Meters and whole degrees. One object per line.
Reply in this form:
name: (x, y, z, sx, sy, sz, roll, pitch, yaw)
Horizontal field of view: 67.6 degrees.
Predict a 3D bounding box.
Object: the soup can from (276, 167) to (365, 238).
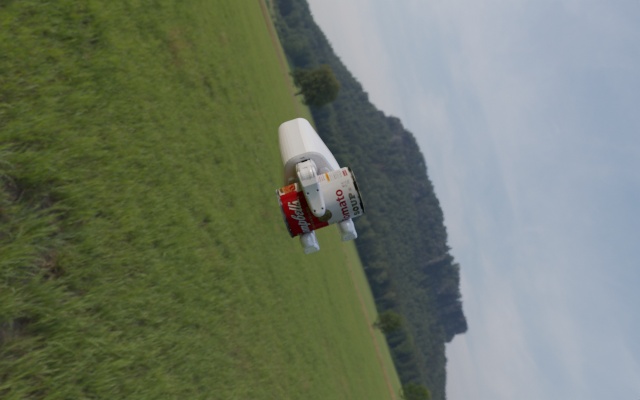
soup can: (0.000, 0.002, 0.630, 0.102, 0.068, 0.068, -18, 0, 0)
